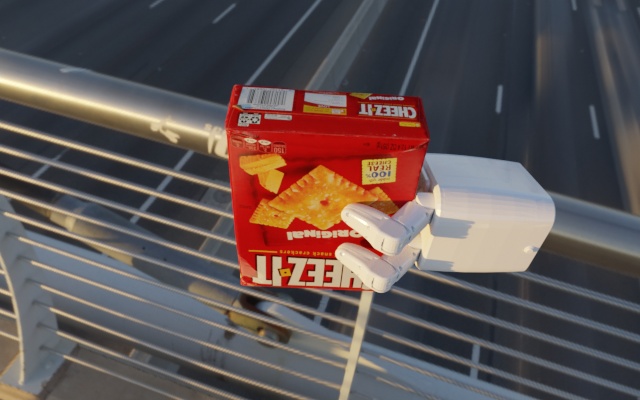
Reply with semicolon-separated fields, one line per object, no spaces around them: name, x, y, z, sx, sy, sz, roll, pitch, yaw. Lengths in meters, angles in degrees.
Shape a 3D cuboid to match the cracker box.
cracker box;0.000;0.001;0.462;0.164;0.214;0.072;3;45;-1
